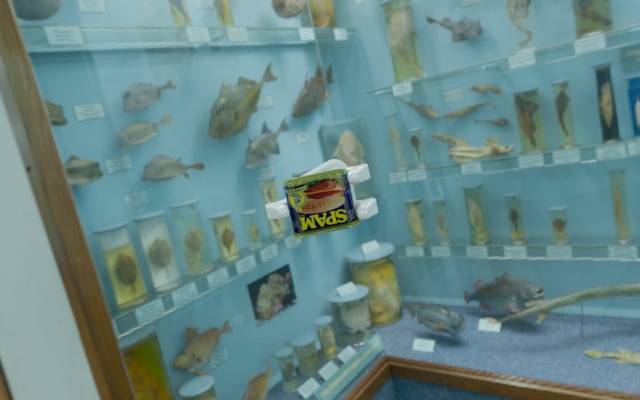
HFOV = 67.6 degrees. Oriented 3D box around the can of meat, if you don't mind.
[{"bbox_3d":[0.000,0.002,0.713,0.102,0.084,0.057,-12,9,5],"label":"can of meat"}]
